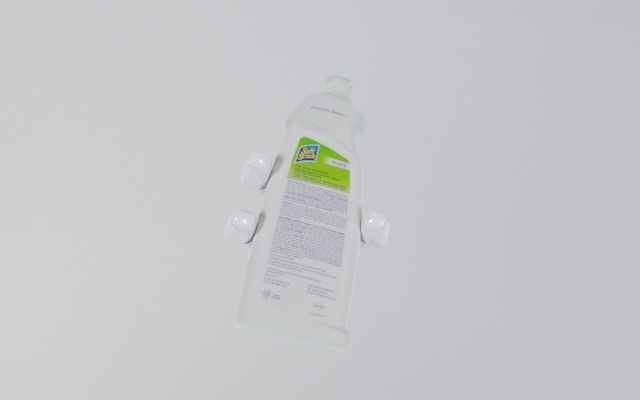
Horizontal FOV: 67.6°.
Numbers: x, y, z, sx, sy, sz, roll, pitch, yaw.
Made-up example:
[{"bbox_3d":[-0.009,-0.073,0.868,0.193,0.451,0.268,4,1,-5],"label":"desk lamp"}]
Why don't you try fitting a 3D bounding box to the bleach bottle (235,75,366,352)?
[{"bbox_3d":[0.000,0.001,0.440,0.102,0.250,0.068,16,-18,-9],"label":"bleach bottle"}]
